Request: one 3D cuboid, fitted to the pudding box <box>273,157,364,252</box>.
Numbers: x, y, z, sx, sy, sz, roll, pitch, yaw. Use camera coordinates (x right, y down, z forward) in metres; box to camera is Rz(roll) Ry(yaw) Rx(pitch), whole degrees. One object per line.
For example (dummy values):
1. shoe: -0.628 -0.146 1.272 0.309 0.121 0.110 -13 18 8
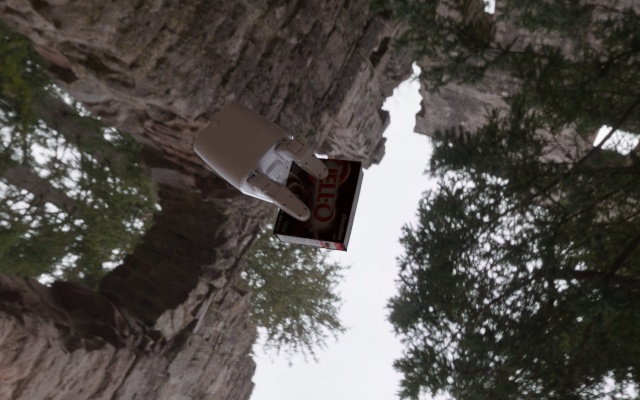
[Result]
1. pudding box: 0.000 0.002 0.595 0.090 0.113 0.039 6 -21 17
